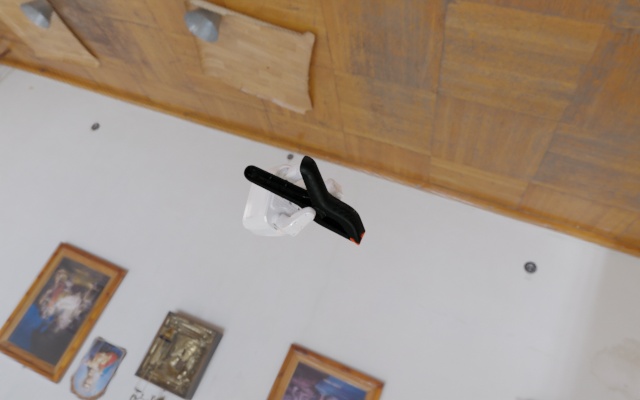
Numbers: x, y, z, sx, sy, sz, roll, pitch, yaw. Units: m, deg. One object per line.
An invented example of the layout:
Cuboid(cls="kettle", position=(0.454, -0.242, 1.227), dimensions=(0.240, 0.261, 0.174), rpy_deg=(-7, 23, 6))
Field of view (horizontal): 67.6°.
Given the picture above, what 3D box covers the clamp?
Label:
Cuboid(cls="clamp", position=(0.000, 0.003, 0.712), dimensions=(0.210, 0.036, 0.164), rpy_deg=(36, -21, -23))
